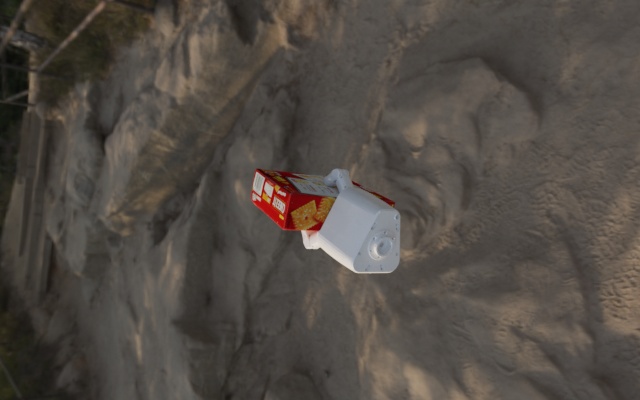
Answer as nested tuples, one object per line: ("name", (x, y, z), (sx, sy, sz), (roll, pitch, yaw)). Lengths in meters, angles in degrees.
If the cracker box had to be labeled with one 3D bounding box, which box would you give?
("cracker box", (0.000, 0.003, 0.877), (0.214, 0.072, 0.164), (5, 15, -31))
